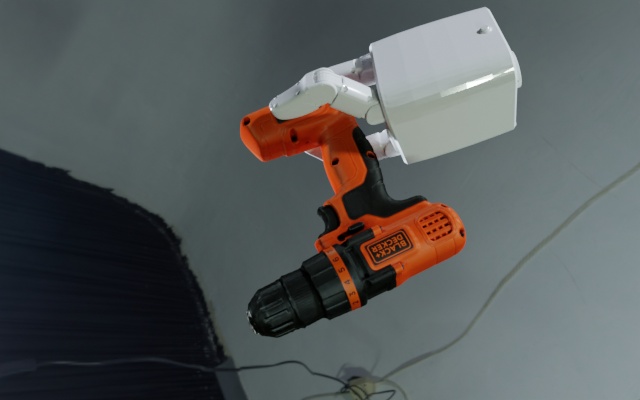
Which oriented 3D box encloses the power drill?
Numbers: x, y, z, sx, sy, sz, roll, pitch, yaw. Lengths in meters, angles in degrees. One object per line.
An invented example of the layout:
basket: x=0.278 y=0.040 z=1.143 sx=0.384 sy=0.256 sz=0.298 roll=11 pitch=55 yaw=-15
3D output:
power drill: x=0.000 y=0.001 z=0.403 sx=0.184 sy=0.187 sz=0.057 roll=-23 pitch=-22 yaw=-10
